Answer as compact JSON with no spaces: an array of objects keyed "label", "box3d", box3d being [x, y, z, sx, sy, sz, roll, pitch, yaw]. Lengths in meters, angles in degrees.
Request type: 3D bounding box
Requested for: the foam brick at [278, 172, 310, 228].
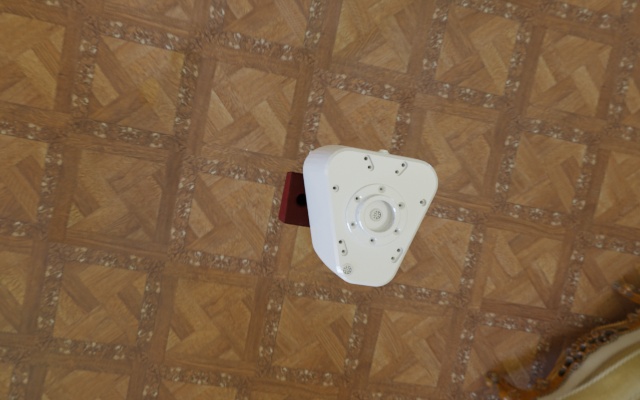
[{"label":"foam brick","box3d":[0.000,0.002,0.494,0.078,0.053,0.051,9,2,-9]}]
